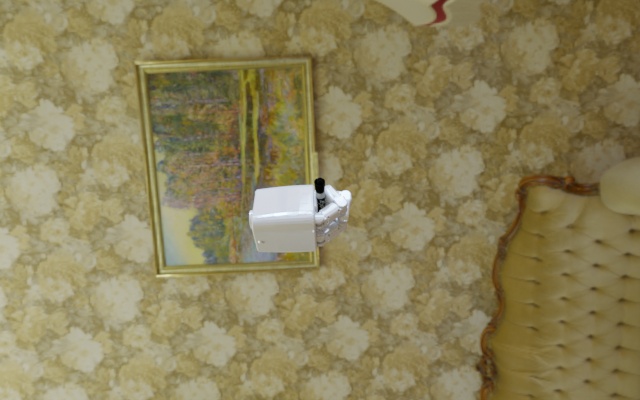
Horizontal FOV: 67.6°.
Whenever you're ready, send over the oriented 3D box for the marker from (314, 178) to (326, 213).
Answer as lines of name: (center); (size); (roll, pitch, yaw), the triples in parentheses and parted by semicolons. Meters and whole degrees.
marker: (0.000, 0.003, 0.839); (0.020, 0.020, 0.121); (0, -38, 2)
